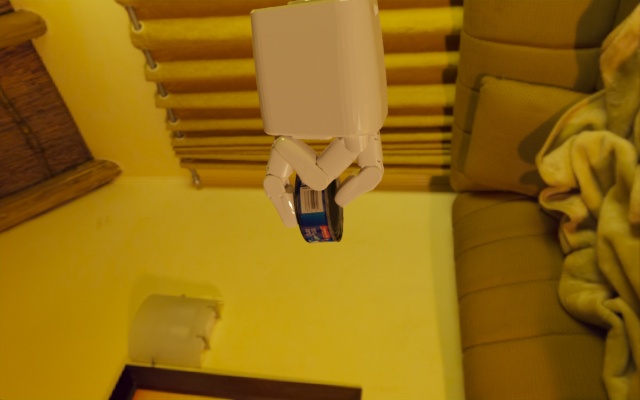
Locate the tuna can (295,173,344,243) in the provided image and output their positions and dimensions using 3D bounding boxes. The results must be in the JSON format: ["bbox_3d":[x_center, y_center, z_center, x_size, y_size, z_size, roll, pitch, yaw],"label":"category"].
[{"bbox_3d":[0.000,0.002,0.495,0.034,0.086,0.086,-5,-1,12],"label":"tuna can"}]
